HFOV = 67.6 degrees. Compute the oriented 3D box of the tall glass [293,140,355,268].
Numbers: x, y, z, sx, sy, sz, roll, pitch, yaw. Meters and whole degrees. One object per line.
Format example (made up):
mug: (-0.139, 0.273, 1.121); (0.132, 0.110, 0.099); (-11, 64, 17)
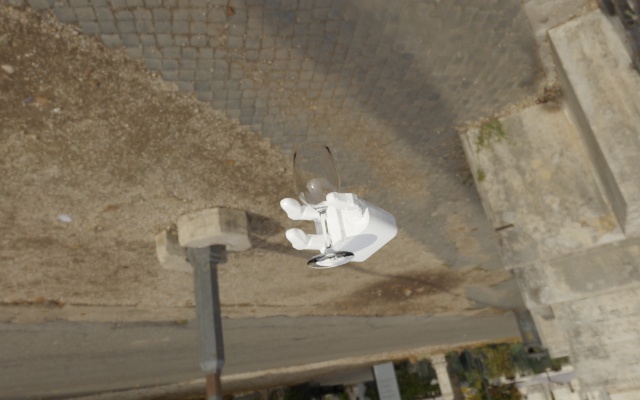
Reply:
tall glass: (0.000, 0.003, 0.773); (0.079, 0.201, 0.079); (-9, -24, -4)
